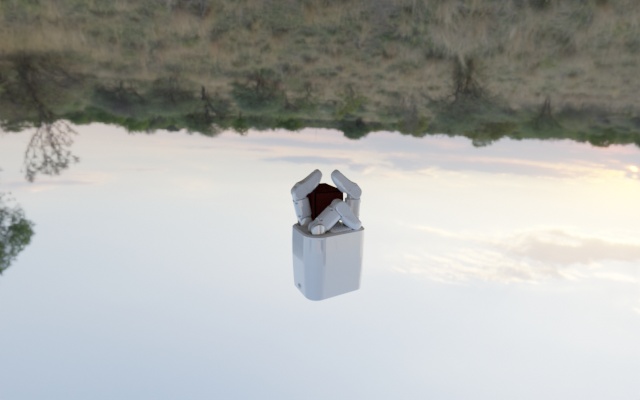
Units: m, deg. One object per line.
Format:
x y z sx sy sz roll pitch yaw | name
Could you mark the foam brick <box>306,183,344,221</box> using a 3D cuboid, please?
0.000 0.002 0.800 0.053 0.051 0.078 -5 13 -20 | foam brick
